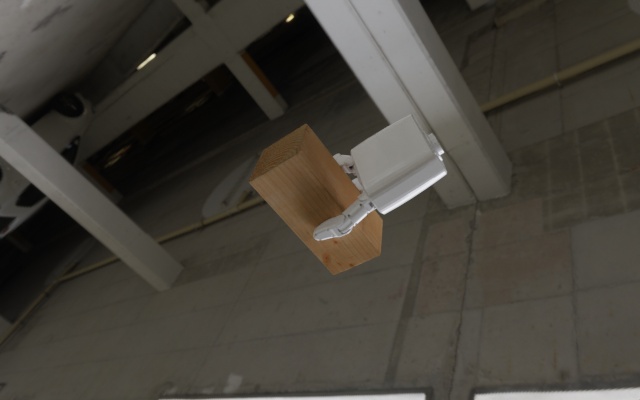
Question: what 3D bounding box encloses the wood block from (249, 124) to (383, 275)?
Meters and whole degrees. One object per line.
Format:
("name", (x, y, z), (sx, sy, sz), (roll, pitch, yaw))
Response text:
("wood block", (0.000, 0.002, 0.719), (0.090, 0.206, 0.090), (-27, 27, 26))
